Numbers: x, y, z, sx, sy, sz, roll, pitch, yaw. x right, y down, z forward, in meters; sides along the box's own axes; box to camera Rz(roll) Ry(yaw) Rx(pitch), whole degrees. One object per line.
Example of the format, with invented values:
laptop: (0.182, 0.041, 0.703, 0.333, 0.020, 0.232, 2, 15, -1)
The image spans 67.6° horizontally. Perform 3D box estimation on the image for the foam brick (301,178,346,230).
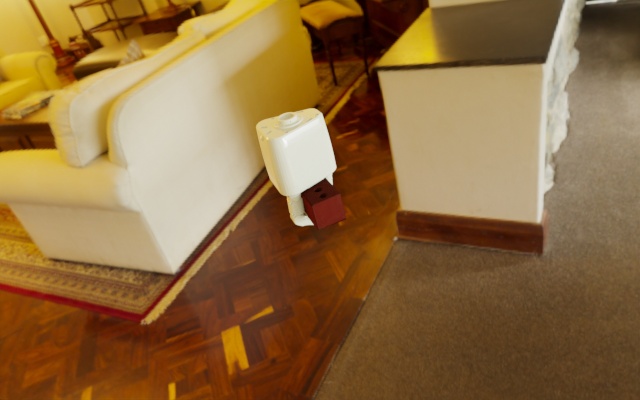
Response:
foam brick: (0.000, 0.003, 0.798, 0.053, 0.051, 0.078, -22, 33, -13)
